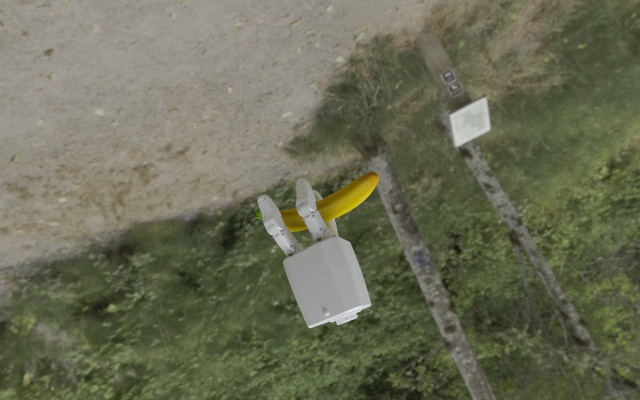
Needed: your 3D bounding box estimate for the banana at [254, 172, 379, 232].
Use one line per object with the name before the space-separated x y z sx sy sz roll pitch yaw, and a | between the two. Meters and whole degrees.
banana | 0.002 0.010 0.738 0.198 0.037 0.070 -20 -25 8
